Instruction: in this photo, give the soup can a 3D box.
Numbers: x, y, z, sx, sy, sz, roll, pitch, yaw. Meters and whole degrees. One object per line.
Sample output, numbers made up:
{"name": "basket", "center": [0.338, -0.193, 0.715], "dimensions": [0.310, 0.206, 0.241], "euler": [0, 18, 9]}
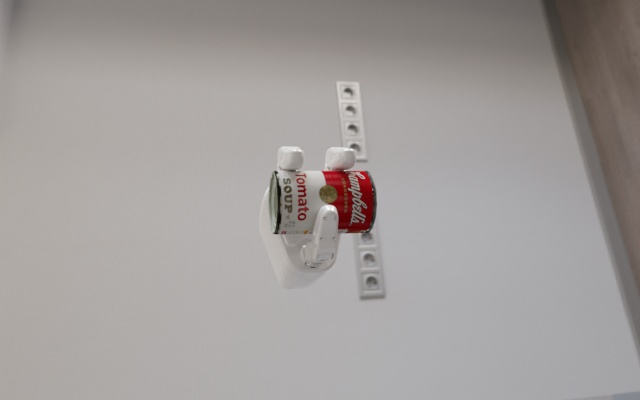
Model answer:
{"name": "soup can", "center": [0.000, 0.002, 0.502], "dimensions": [0.102, 0.068, 0.068], "euler": [0, 0, -13]}
